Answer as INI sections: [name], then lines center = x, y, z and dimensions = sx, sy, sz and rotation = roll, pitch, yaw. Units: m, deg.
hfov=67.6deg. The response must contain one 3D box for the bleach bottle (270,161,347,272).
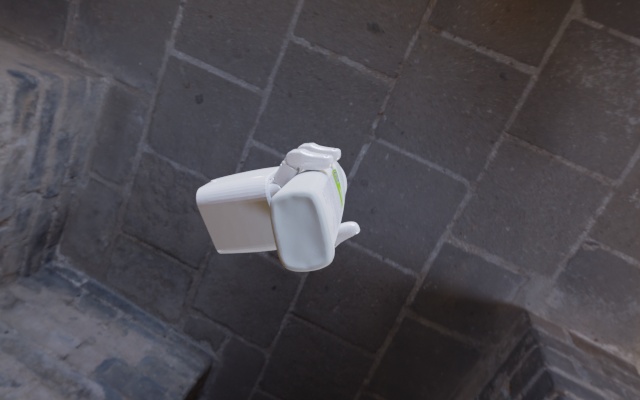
[bleach bottle]
center = 0.000, 0.002, 0.657
dimensions = 0.068, 0.102, 0.250
rotation = -8, 13, 13
